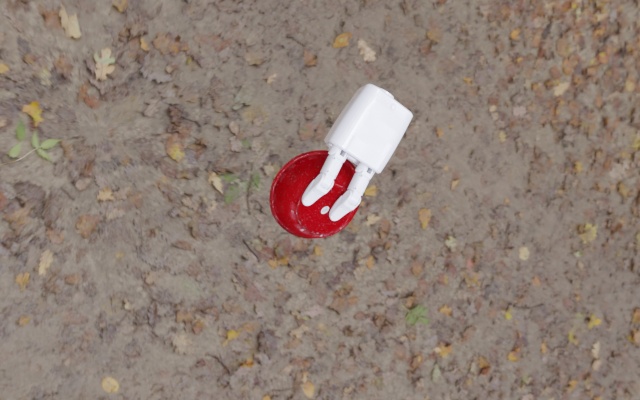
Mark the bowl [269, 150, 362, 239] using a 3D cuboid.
[{"bbox_3d":[0.000,0.004,0.780,0.162,0.162,0.055,0,24,-16],"label":"bowl"}]
